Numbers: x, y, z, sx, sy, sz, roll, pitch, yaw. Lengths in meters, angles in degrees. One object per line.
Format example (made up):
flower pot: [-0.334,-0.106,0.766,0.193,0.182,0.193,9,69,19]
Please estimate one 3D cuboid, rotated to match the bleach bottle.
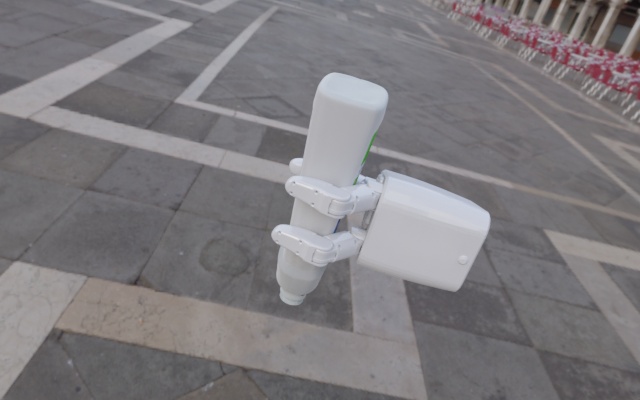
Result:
bleach bottle: [0.000,0.002,0.505,0.068,0.251,0.102,18,27,2]
